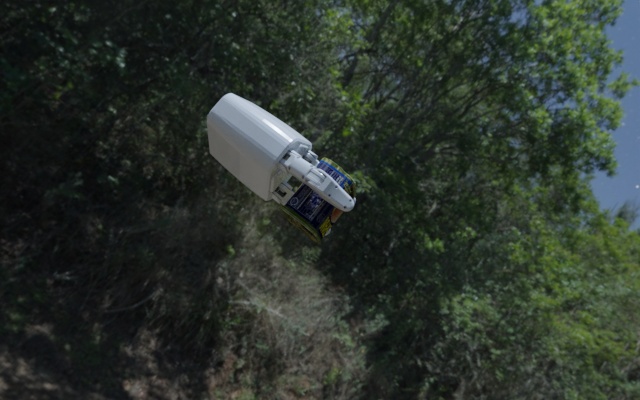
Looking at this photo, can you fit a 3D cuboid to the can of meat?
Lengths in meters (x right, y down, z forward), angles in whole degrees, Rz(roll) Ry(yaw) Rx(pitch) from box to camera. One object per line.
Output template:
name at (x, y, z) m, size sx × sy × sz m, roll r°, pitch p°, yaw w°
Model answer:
can of meat at (0.000, 0.002, 0.609) m, size 0.057 × 0.084 × 0.102 m, roll 37°, pitch -8°, yaw 12°
